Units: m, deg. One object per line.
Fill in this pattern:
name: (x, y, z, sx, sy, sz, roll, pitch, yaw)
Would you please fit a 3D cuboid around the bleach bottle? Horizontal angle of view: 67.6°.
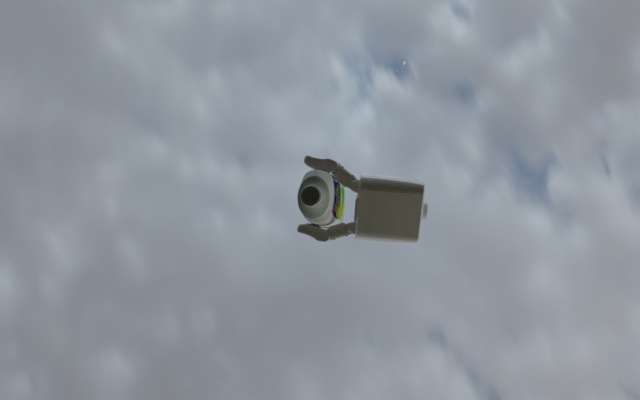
bleach bottle: (0.000, 0.003, 0.809, 0.068, 0.102, 0.251, 5, 0, 7)
